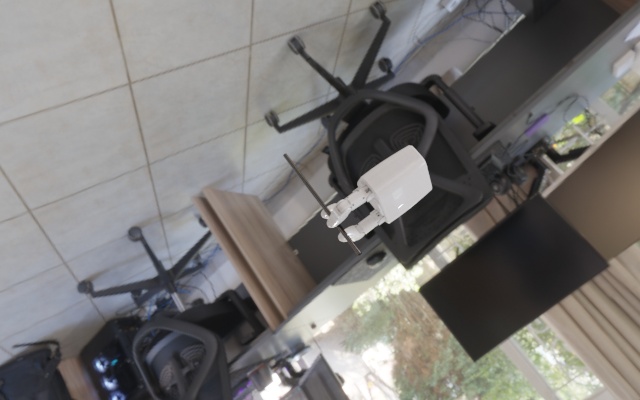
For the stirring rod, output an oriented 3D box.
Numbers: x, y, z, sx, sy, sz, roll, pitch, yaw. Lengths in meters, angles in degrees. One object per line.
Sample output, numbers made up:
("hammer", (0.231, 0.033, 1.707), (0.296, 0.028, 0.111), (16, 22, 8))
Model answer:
("stirring rod", (0.000, 0.003, 0.863), (0.011, 0.239, 0.011), (-32, -21, -14))
